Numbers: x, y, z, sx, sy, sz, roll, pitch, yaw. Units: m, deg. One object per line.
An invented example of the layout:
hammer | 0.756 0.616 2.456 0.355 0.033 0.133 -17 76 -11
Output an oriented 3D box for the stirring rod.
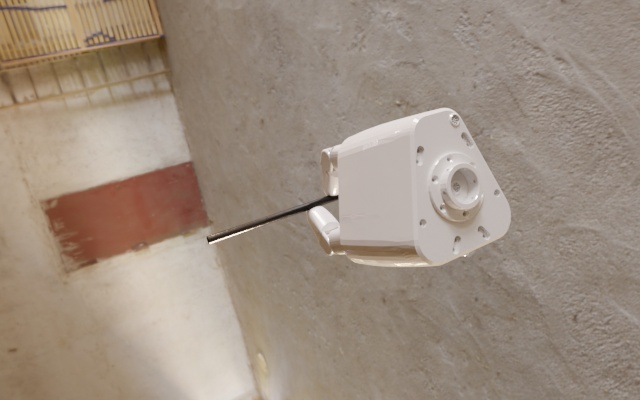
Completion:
stirring rod | 0.000 0.002 0.489 0.239 0.011 0.011 -19 8 -25
